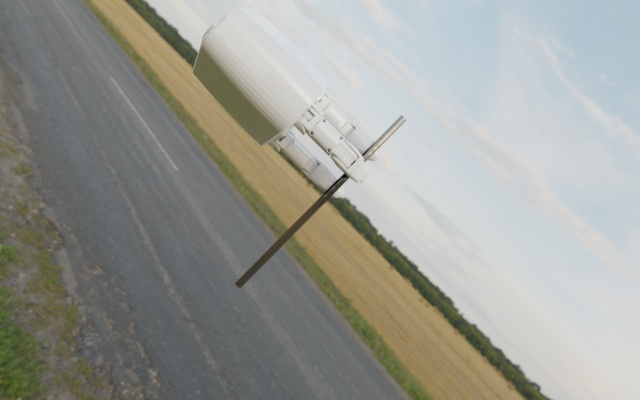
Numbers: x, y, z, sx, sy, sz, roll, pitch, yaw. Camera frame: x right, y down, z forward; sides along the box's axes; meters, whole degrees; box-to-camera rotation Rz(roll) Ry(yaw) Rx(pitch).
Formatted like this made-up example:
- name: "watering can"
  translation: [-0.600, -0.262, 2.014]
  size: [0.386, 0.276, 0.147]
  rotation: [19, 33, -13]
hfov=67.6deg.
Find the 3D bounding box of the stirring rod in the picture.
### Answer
- name: "stirring rod"
  translation: [0.000, 0.002, 0.487]
  size: [0.011, 0.239, 0.011]
  rotation: [45, 1, 0]
